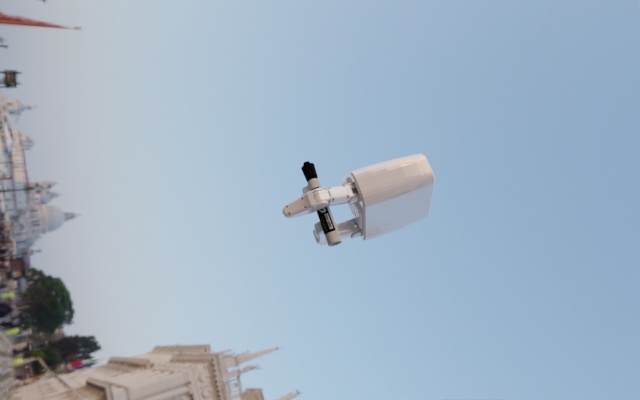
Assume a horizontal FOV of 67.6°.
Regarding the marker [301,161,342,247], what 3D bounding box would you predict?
[{"bbox_3d":[0.000,0.002,0.631,0.020,0.121,0.020,-18,-19,-6],"label":"marker"}]
